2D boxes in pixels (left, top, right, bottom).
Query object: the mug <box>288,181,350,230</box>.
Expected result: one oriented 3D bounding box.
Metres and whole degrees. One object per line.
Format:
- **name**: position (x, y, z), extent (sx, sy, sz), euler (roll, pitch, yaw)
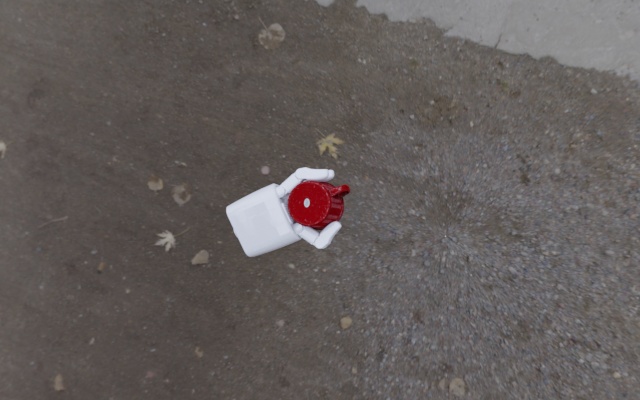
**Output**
- **mug**: position (0.001, 0.002, 0.869), extent (0.117, 0.093, 0.081), euler (-25, -10, 13)
